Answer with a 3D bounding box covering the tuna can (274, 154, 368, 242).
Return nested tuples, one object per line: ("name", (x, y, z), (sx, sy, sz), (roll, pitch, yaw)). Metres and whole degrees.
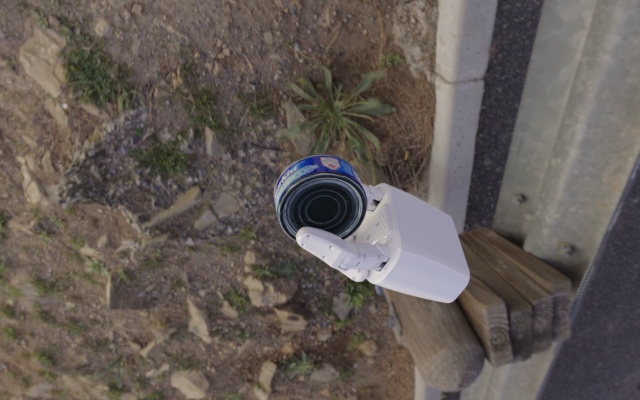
("tuna can", (0.000, 0.002, 0.448), (0.086, 0.086, 0.033), (0, 34, -11))
